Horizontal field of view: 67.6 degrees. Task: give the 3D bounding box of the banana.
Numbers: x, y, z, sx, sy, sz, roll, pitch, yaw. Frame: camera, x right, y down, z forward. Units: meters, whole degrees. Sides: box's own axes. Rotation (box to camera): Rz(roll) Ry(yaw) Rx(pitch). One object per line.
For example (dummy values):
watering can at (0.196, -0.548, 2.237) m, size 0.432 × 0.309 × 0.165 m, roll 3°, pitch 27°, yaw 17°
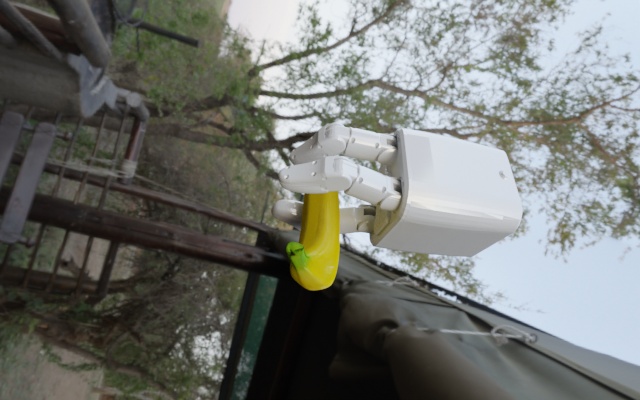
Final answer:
banana at (-0.001, 0.020, 0.417) m, size 0.037 × 0.070 × 0.197 m, roll 3°, pitch 26°, yaw 2°
